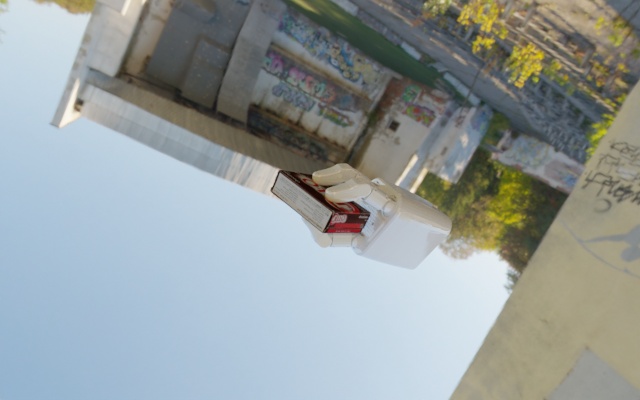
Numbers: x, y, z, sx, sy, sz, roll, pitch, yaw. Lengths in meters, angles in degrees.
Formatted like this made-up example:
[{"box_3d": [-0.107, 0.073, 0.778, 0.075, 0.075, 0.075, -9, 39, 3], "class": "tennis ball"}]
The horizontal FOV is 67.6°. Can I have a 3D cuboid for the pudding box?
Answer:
[{"box_3d": [0.000, 0.002, 0.655, 0.113, 0.039, 0.090, 35, 17, 33], "class": "pudding box"}]
